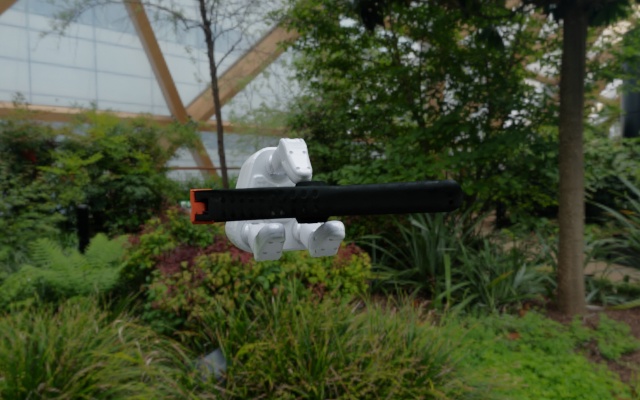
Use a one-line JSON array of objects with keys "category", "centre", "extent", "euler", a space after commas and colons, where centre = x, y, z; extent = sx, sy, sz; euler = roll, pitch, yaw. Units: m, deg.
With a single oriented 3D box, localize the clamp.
[{"category": "clamp", "centre": [-0.001, 0.001, 0.403], "extent": [0.210, 0.036, 0.164], "euler": [-2, -3, -18]}]
